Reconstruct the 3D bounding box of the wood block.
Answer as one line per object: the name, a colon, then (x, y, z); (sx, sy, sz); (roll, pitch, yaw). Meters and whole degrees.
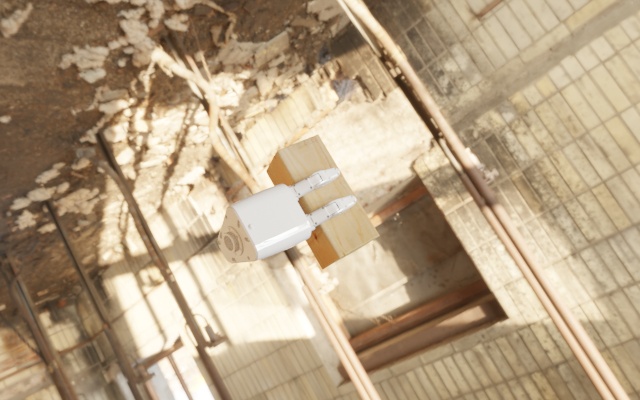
wood block: (0.000, 0.003, 0.835); (0.090, 0.206, 0.091); (-26, -9, -26)
